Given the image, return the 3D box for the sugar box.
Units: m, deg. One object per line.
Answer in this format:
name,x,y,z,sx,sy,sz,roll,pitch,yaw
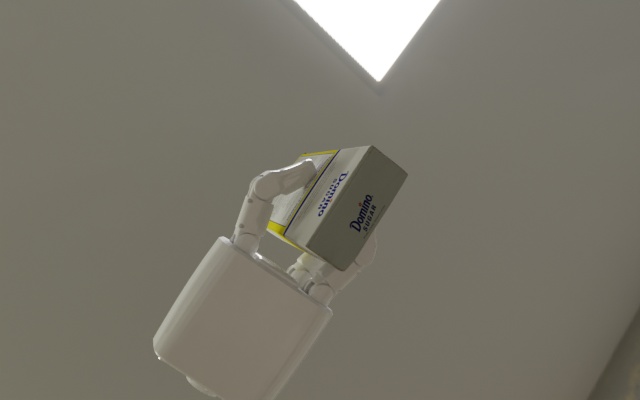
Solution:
sugar box,0.000,0.002,0.432,0.048,0.093,0.176,36,-8,-20
